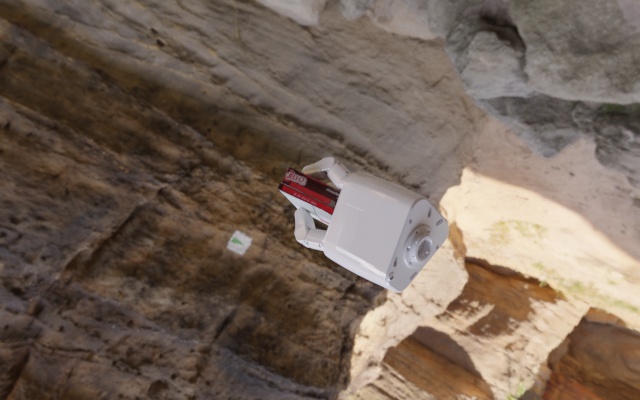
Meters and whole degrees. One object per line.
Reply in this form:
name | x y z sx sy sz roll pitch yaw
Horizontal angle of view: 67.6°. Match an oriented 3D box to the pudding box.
pudding box | 0.000 0.002 0.658 0.090 0.039 0.113 27 -10 18
